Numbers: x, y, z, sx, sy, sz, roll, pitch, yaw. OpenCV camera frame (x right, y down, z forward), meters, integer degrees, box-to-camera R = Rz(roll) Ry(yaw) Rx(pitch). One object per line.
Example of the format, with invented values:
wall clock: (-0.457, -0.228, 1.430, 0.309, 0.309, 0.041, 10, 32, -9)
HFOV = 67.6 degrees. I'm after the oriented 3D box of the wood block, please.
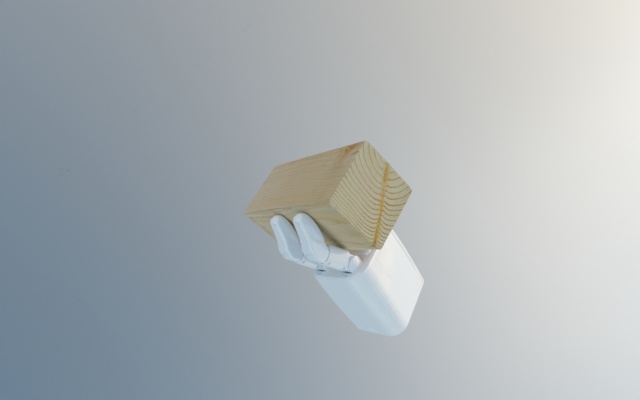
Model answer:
wood block: (0.001, 0.002, 0.607, 0.090, 0.090, 0.206, 43, -26, -24)
